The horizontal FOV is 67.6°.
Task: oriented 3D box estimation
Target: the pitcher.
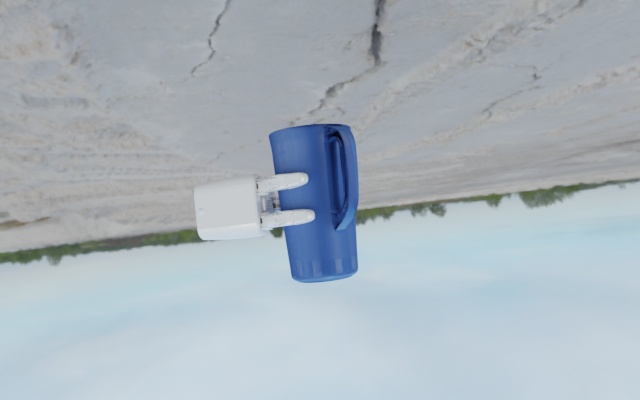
[{"bbox_3d":[0.000,0.002,0.755,0.145,0.243,0.149,-7,-2,11],"label":"pitcher"}]
